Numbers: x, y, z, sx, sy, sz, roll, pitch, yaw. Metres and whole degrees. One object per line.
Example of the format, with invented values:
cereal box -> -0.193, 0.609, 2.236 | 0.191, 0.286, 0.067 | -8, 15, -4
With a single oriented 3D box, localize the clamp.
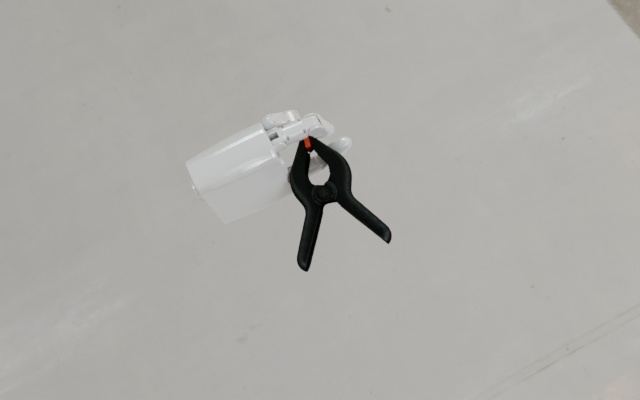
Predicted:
clamp -> 0.000, 0.002, 0.599 | 0.120, 0.171, 0.039 | -27, -15, -2
